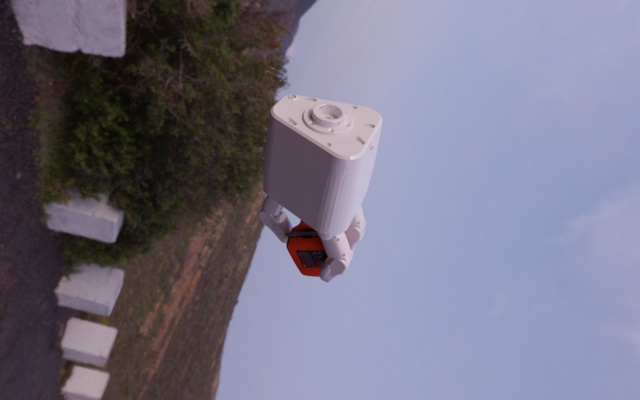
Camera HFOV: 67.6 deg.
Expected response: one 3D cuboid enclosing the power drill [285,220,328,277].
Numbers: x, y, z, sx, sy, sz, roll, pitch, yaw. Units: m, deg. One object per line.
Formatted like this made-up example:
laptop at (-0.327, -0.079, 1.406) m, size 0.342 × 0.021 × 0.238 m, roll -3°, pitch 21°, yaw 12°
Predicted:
power drill at (0.000, 0.002, 0.637) m, size 0.057 × 0.187 × 0.184 m, roll -3°, pitch -30°, yaw 11°
